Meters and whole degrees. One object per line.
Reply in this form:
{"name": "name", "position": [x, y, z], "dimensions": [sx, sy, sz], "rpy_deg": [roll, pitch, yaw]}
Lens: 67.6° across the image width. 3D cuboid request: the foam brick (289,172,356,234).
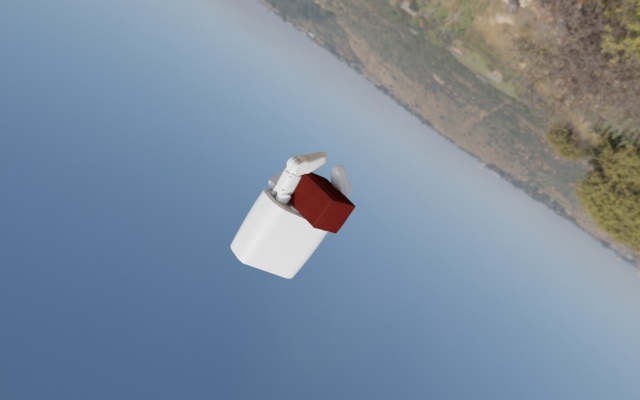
{"name": "foam brick", "position": [0.000, 0.002, 0.679], "dimensions": [0.053, 0.051, 0.078], "rpy_deg": [19, 20, -49]}
